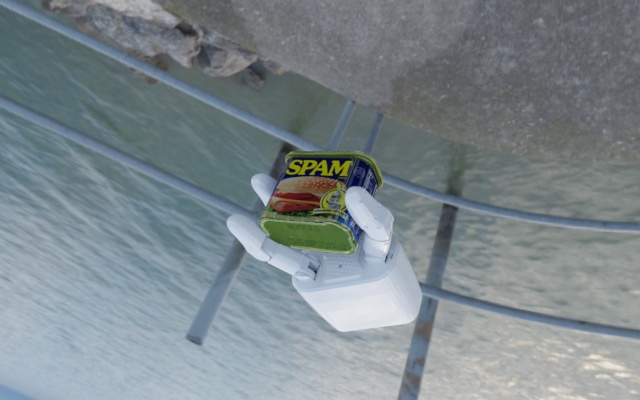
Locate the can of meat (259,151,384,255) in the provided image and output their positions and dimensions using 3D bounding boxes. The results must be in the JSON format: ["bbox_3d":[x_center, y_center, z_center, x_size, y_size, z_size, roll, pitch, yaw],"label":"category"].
[{"bbox_3d":[0.000,0.002,0.463,0.102,0.084,0.057,3,-36,28],"label":"can of meat"}]
